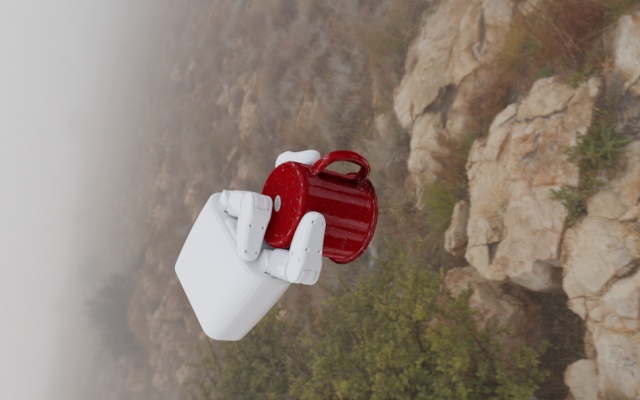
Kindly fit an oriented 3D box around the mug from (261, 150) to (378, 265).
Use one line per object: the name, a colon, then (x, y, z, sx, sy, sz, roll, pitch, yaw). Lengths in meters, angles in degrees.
mug: (0.001, 0.000, 0.447, 0.081, 0.117, 0.093, 13, 37, -34)
